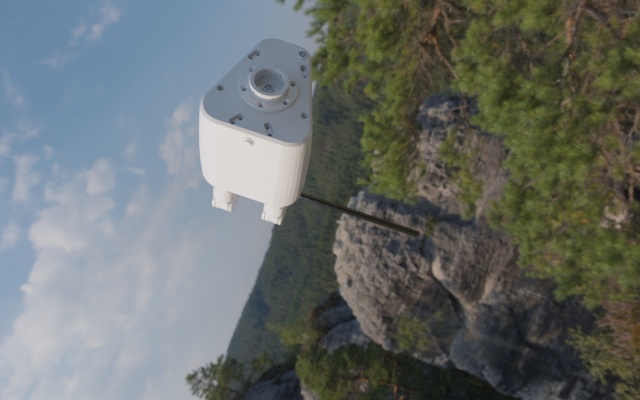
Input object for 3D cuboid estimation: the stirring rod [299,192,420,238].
[{"bbox_3d":[0.000,0.002,0.555,0.239,0.011,0.011,18,0,-1],"label":"stirring rod"}]
